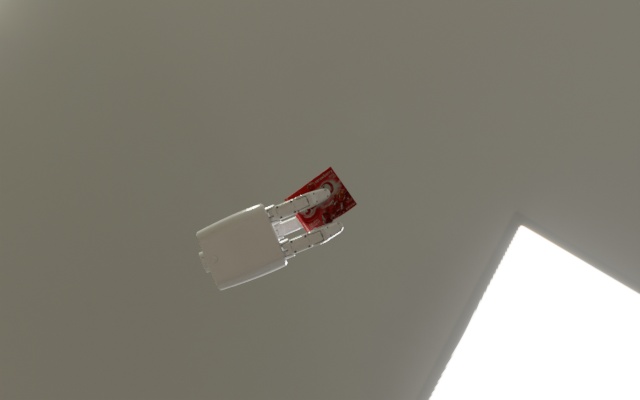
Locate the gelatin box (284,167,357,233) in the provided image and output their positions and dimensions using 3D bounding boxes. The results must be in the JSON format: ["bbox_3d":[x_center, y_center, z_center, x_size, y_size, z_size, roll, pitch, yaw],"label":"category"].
[{"bbox_3d":[0.000,0.002,0.745,0.089,0.073,0.030,-36,3,-14],"label":"gelatin box"}]
